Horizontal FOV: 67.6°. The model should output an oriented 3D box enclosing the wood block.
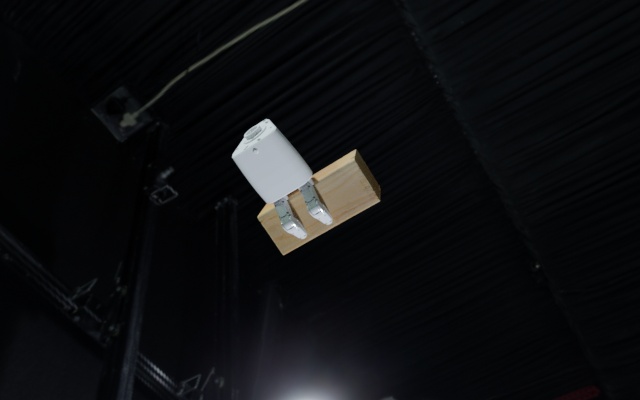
[{"bbox_3d":[0.000,0.003,0.883,0.206,0.090,0.090,-30,12,15],"label":"wood block"}]
